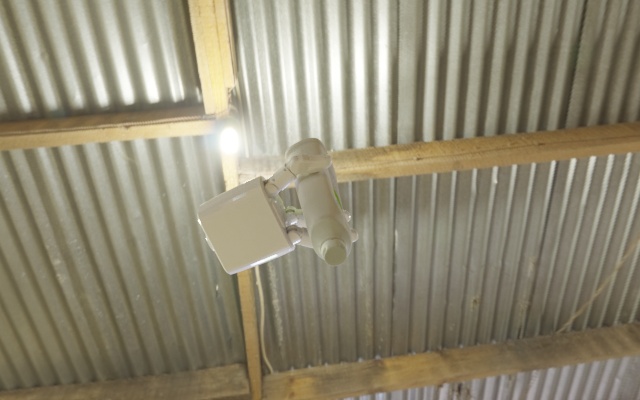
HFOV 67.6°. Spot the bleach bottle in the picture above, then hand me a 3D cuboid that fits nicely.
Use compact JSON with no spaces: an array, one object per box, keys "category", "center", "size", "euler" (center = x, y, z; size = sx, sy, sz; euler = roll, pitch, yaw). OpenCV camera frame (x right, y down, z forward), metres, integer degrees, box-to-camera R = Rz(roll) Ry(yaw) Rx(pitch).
[{"category":"bleach bottle","center":[0.000,0.002,0.683],"size":[0.068,0.103,0.250],"euler":[-23,29,5]}]
